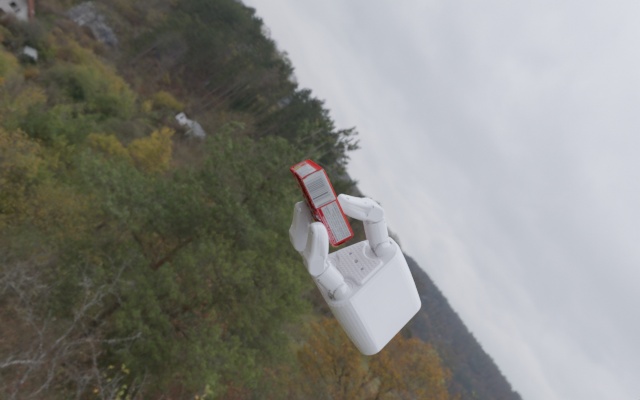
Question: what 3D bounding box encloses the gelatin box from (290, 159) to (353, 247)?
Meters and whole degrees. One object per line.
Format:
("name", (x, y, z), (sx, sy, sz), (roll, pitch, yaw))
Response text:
("gelatin box", (0.000, 0.001, 0.548), (0.030, 0.089, 0.073), (-27, 18, -6))
